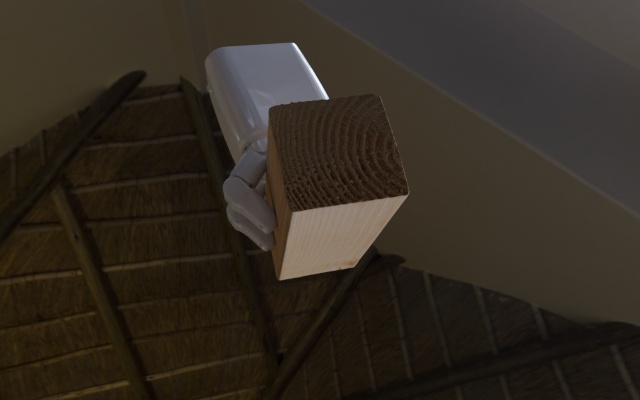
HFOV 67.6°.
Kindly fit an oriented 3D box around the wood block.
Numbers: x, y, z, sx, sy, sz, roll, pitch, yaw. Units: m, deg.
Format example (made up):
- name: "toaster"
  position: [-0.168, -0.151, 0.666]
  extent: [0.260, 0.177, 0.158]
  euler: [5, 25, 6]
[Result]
- name: "wood block"
  position: [0.000, 0.001, 0.442]
  extent: [0.091, 0.090, 0.206]
  euler: [-9, -20, -11]
